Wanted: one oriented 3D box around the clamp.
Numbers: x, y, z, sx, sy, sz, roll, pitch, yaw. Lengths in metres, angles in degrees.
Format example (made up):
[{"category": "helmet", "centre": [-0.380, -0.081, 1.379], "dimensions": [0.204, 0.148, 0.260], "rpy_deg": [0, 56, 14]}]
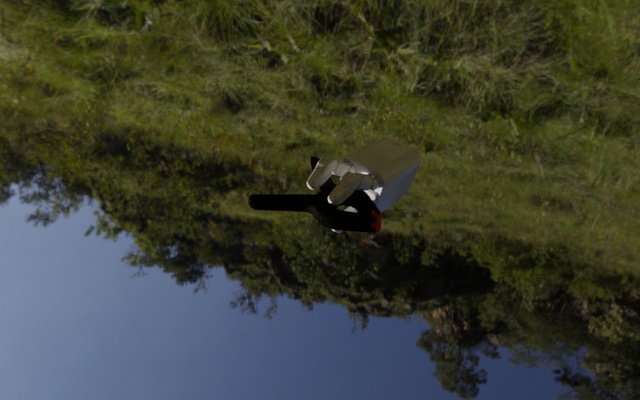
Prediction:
[{"category": "clamp", "centre": [0.001, 0.003, 0.753], "dimensions": [0.164, 0.036, 0.210], "rpy_deg": [-31, 45, -31]}]
